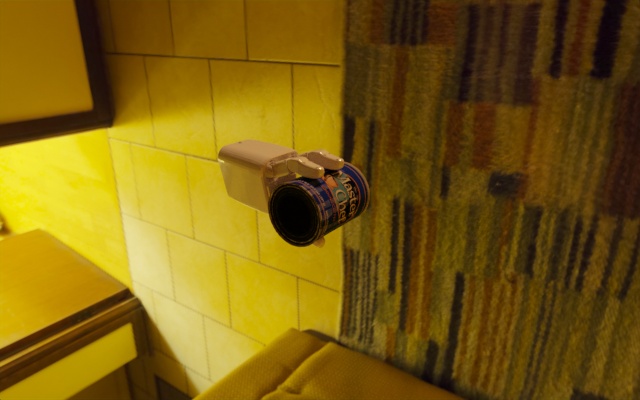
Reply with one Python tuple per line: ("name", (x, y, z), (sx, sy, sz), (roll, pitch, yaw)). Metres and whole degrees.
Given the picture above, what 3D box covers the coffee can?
("coffee can", (0.000, 0.003, 0.766), (0.103, 0.103, 0.140), (0, 17, 37))
